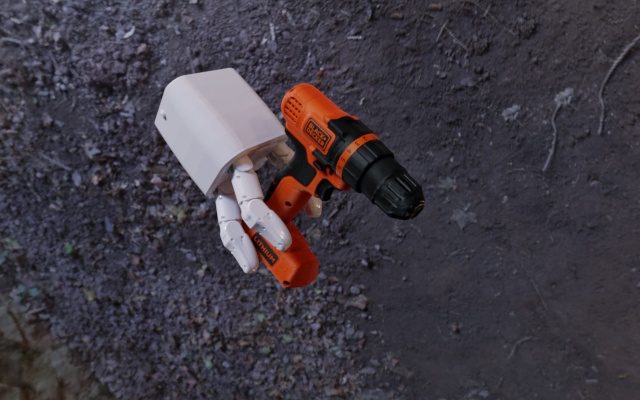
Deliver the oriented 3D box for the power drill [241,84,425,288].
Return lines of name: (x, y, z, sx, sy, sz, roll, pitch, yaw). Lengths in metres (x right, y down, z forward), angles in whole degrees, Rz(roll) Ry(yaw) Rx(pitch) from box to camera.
power drill: (0.000, 0.002, 0.493, 0.057, 0.188, 0.184, -7, 46, -48)
